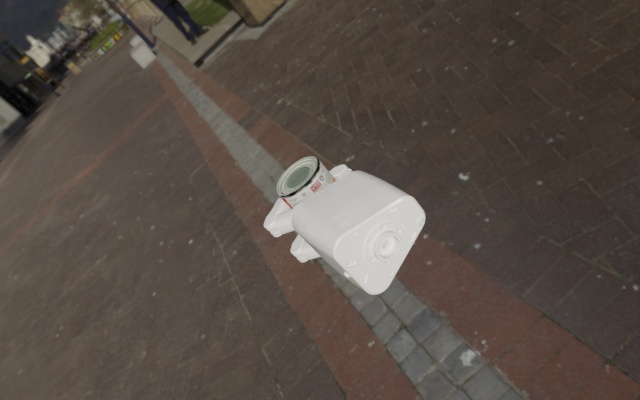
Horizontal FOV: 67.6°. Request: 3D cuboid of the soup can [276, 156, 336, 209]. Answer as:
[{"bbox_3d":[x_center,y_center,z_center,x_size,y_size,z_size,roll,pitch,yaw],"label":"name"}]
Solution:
[{"bbox_3d":[0.000,0.002,0.608,0.068,0.068,0.102,0,-40,50],"label":"soup can"}]
